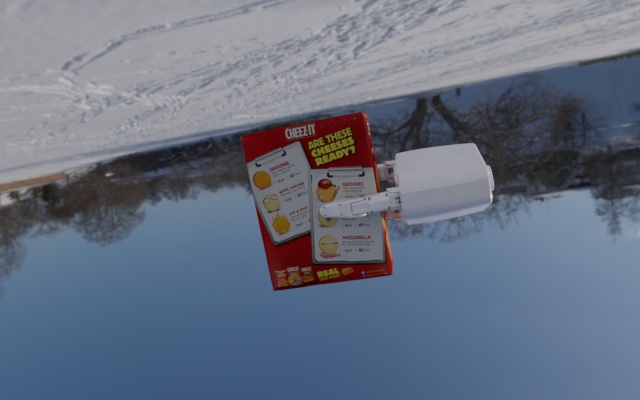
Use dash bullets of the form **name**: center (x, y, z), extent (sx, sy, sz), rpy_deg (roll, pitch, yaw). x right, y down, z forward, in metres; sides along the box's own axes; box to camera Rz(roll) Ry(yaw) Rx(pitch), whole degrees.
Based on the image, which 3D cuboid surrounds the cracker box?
- **cracker box**: center (0.000, 0.002, 0.642), extent (0.164, 0.214, 0.072), rpy_deg (-10, 8, 10)
